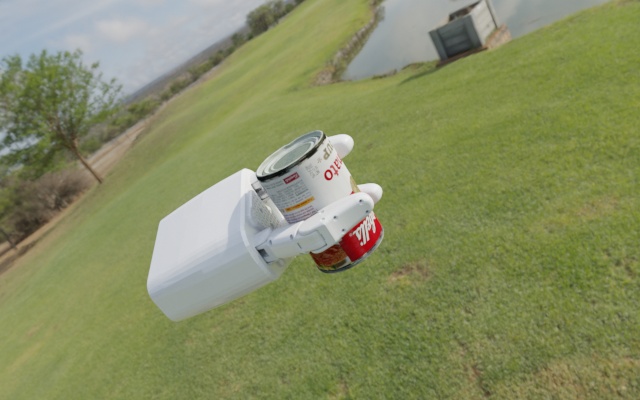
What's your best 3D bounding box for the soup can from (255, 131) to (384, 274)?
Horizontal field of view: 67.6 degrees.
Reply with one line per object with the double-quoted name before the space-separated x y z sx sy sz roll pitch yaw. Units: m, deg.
"soup can" 0.000 0.001 0.403 0.068 0.102 0.068 -28 21 12
